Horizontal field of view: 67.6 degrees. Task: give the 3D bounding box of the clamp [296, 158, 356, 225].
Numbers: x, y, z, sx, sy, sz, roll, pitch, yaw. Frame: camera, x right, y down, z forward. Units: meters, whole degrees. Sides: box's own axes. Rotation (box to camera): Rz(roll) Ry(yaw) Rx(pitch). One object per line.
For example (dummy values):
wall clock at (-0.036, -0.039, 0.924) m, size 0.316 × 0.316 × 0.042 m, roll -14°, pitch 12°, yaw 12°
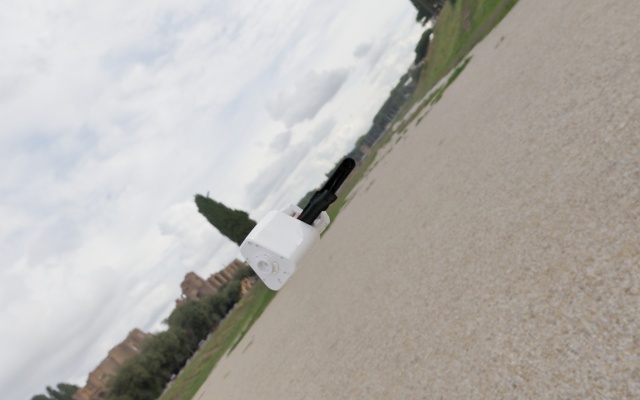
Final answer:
clamp at (0.000, 0.003, 0.890) m, size 0.039 × 0.171 × 0.120 m, roll 38°, pitch 35°, yaw 1°
